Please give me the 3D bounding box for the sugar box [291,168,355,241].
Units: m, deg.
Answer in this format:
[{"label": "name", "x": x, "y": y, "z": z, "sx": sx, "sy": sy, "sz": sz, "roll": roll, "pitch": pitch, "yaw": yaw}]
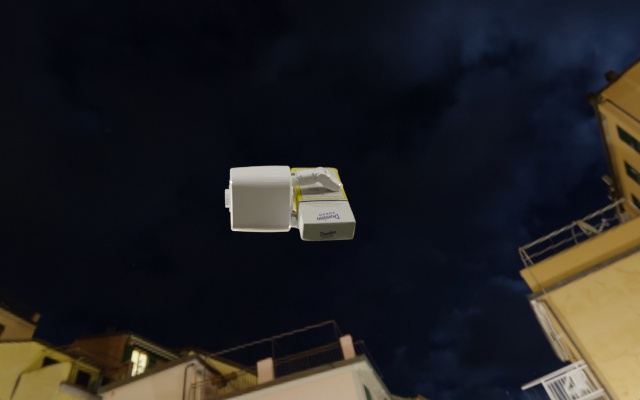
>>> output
[{"label": "sugar box", "x": 0.000, "y": 0.003, "z": 0.880, "sx": 0.093, "sy": 0.048, "sz": 0.176, "roll": -1, "pitch": 38, "yaw": -10}]
